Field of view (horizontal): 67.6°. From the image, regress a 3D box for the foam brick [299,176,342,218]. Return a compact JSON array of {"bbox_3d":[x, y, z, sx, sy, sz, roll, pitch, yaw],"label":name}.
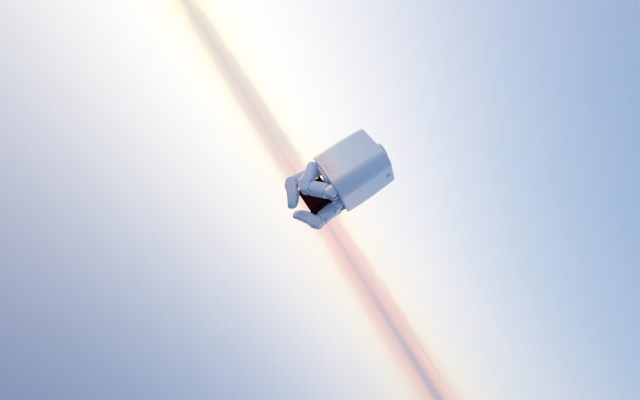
[{"bbox_3d":[0.000,0.003,0.890,0.051,0.053,0.078,-34,-27,-2],"label":"foam brick"}]
